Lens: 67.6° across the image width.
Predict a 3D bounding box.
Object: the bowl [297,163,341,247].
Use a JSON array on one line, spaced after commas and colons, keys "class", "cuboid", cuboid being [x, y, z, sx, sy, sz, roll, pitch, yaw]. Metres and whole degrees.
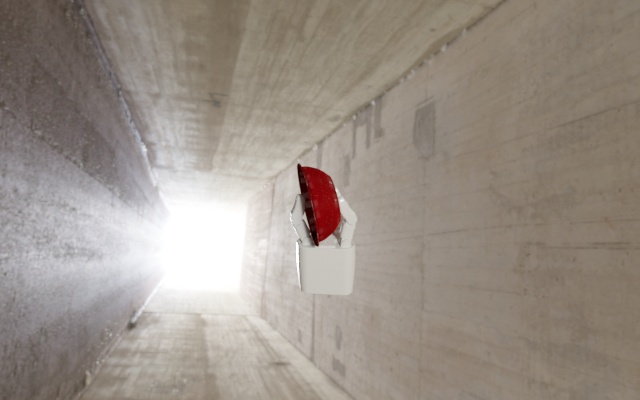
[{"class": "bowl", "cuboid": [0.000, 0.002, 0.898, 0.055, 0.162, 0.162, -13, 1, -7]}]
